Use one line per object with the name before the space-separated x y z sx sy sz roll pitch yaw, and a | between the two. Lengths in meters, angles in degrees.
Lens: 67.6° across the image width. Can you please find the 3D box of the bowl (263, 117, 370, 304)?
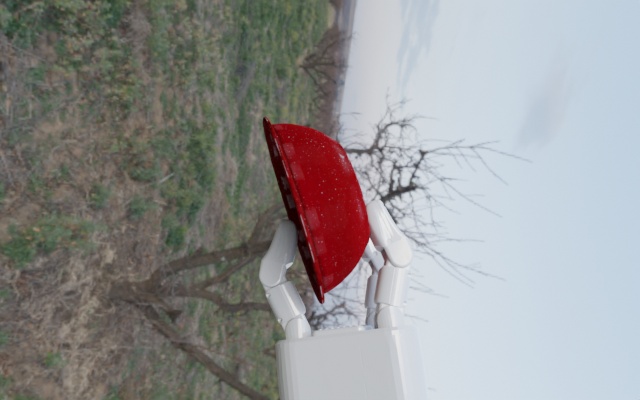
bowl | 0.000 0.000 0.403 0.055 0.162 0.162 -18 2 -7
